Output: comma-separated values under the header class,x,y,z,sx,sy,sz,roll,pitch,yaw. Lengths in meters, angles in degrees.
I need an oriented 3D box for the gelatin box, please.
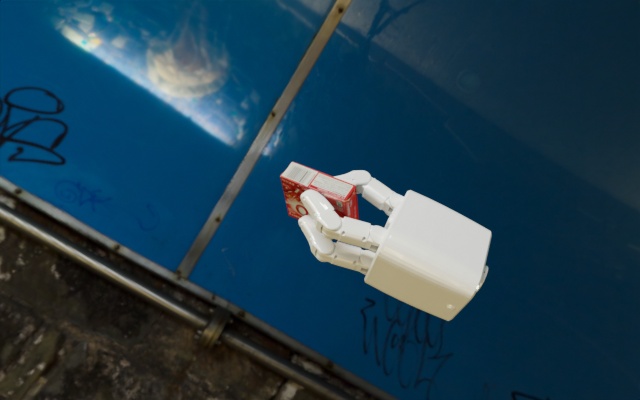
class,x,y,z,sx,sy,sz,roll,pitch,yaw
gelatin box,0.000,0.001,0.559,0.089,0.030,0.073,22,-34,23
